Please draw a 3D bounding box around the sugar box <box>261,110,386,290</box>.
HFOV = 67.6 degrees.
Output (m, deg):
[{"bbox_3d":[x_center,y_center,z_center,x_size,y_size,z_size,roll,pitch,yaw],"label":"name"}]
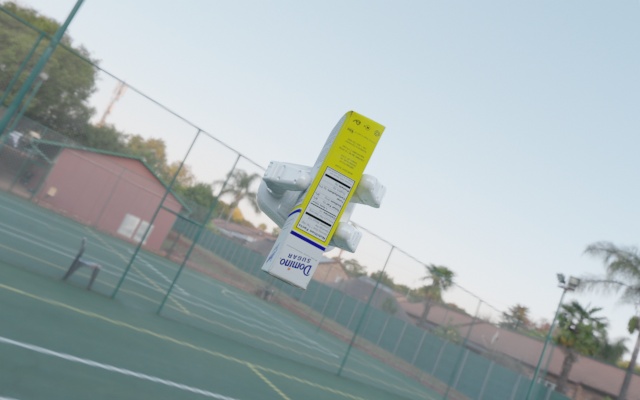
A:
[{"bbox_3d":[0.001,0.002,0.486,0.048,0.176,0.093,26,-10,-7],"label":"sugar box"}]
